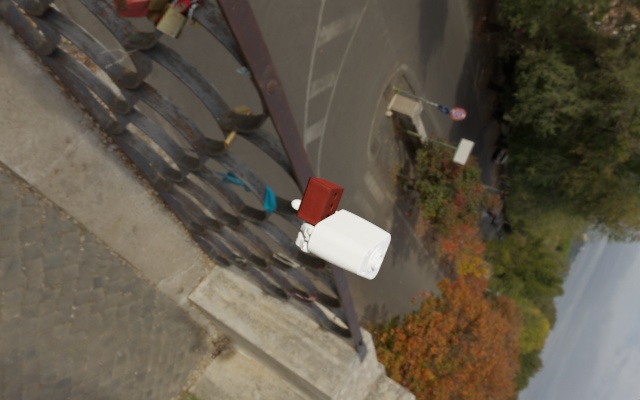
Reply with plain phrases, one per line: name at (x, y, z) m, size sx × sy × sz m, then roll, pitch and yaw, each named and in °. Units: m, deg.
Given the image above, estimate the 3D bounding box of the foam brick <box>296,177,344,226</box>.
foam brick at (0.000, 0.003, 0.873) m, size 0.051 × 0.078 × 0.053 m, roll 26°, pitch 13°, yaw 27°
